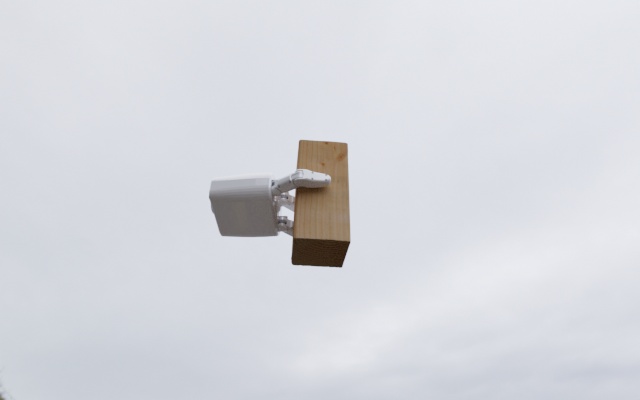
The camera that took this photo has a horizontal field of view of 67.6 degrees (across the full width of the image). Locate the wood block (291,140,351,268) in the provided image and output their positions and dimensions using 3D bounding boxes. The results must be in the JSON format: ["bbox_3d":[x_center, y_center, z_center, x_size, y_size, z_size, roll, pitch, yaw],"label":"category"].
[{"bbox_3d":[0.000,0.002,0.827,0.090,0.206,0.091,4,-35,-4],"label":"wood block"}]
